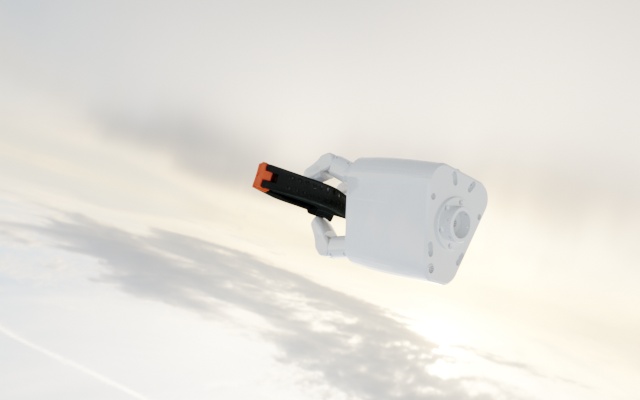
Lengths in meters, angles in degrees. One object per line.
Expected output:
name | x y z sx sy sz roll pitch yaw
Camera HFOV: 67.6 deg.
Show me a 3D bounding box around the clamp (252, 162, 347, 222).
clamp | 0.000 0.003 0.573 0.210 0.036 0.164 21 -9 -36
